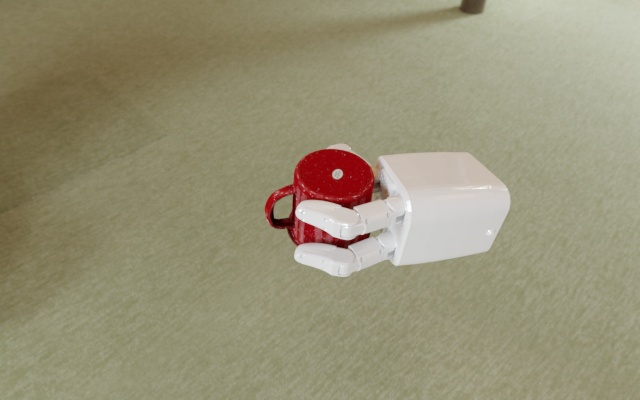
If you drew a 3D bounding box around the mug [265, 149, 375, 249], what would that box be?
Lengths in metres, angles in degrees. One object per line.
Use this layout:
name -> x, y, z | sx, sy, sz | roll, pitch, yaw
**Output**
mug -> -0.001, 0.002, 0.497 | 0.117, 0.082, 0.093 | -6, 45, -11
